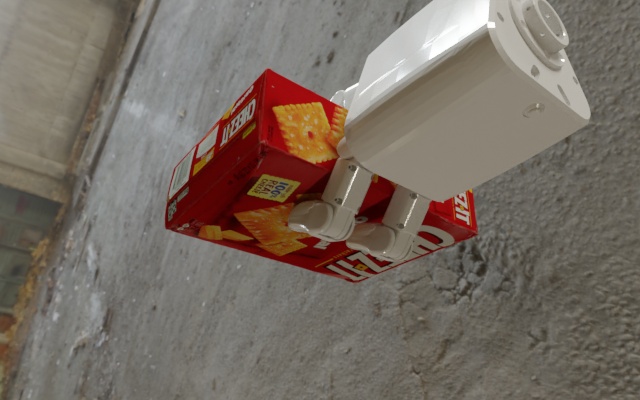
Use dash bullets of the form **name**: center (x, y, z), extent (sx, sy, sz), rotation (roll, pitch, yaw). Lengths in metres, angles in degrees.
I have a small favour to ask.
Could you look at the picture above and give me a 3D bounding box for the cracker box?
- **cracker box**: center (0.000, 0.001, 0.408), extent (0.214, 0.072, 0.164), rotation (21, -34, -31)
